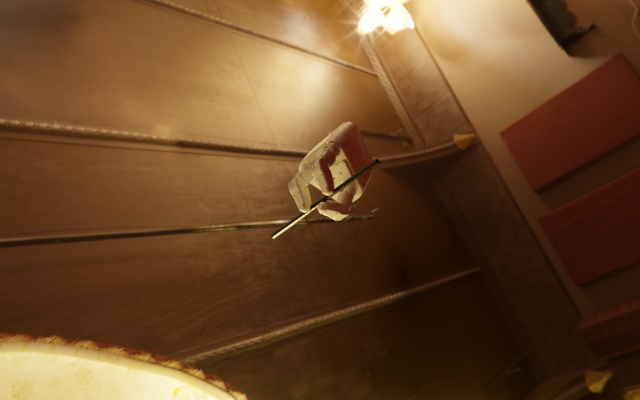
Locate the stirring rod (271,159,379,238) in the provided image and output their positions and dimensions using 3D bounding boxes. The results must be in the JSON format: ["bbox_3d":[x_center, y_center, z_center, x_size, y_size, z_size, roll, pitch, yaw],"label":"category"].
[{"bbox_3d":[0.000,0.002,0.745,0.239,0.011,0.011,-36,-22,34],"label":"stirring rod"}]
